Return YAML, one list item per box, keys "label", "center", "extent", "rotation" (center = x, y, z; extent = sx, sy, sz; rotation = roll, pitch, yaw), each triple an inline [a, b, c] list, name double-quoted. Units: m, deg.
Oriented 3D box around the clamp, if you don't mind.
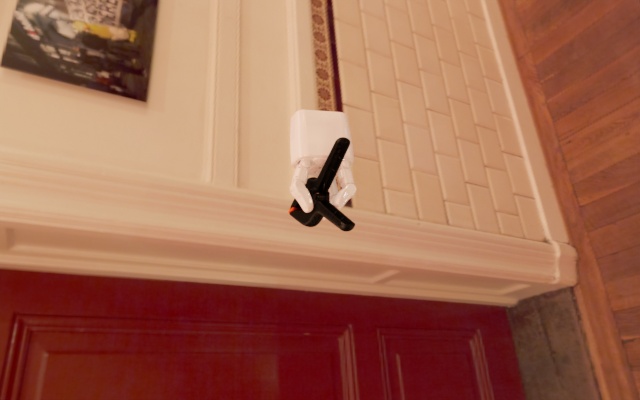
- label: "clamp"
  center: [-0.001, 0.003, 0.867]
  extent: [0.036, 0.164, 0.210]
  rotation: [8, -27, -28]
